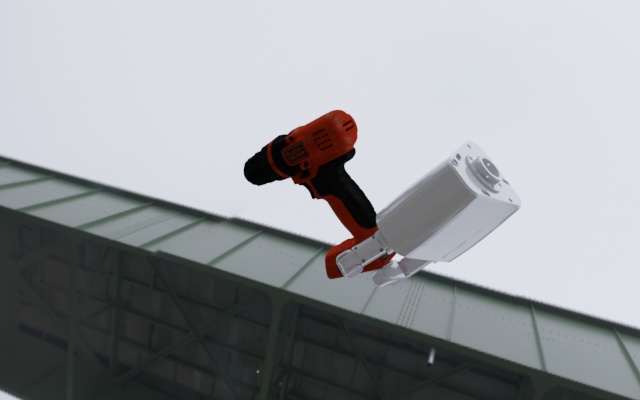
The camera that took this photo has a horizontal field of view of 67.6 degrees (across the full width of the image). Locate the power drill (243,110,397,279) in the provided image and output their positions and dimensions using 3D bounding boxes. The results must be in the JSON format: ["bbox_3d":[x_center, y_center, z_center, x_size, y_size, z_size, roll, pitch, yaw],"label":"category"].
[{"bbox_3d":[0.001,0.002,0.577,0.184,0.188,0.057,-20,14,46],"label":"power drill"}]
